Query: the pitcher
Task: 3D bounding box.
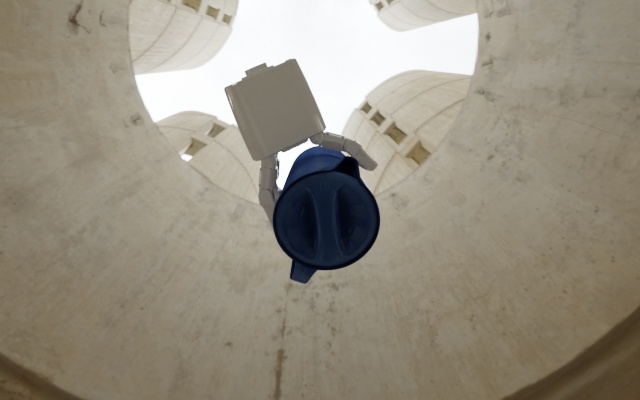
[{"bbox_3d":[0.000,0.002,0.699,0.149,0.145,0.242,-24,16,6],"label":"pitcher"}]
